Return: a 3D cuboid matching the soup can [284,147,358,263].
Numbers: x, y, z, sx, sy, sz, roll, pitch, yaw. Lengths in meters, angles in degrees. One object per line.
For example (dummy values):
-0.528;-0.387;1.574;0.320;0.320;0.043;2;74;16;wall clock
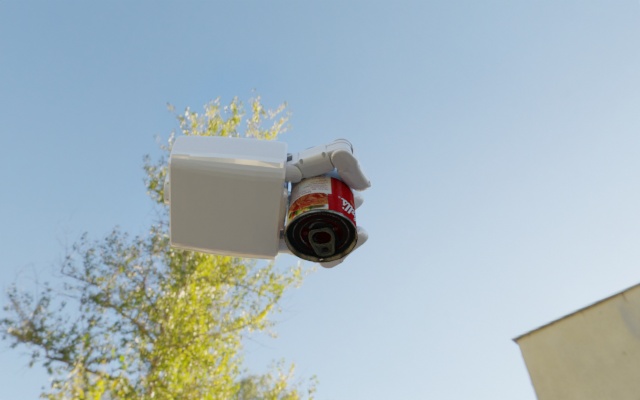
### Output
0.001;0.001;0.475;0.068;0.069;0.102;0;41;0;soup can
